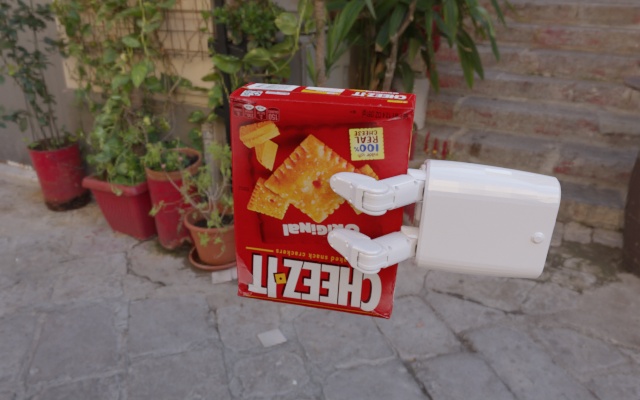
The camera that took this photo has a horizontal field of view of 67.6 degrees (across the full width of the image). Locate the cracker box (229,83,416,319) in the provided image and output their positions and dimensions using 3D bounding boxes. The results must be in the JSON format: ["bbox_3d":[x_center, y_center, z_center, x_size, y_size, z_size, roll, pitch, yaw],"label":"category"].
[{"bbox_3d":[0.000,0.001,0.467,0.164,0.214,0.072,7,24,10],"label":"cracker box"}]
